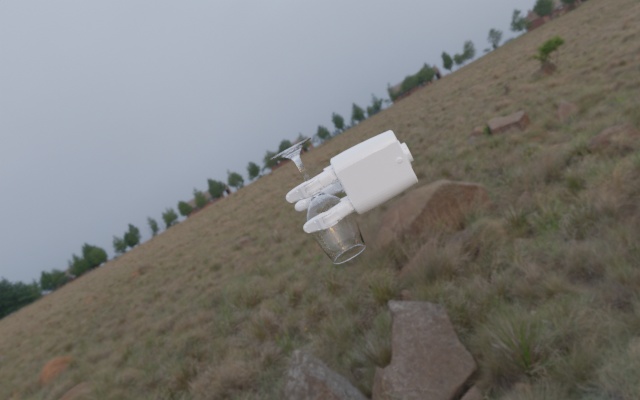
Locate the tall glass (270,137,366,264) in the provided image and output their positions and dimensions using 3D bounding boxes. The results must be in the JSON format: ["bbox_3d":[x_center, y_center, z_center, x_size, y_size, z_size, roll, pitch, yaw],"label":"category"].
[{"bbox_3d":[0.000,0.002,0.777,0.079,0.201,0.079,-28,6,3],"label":"tall glass"}]
